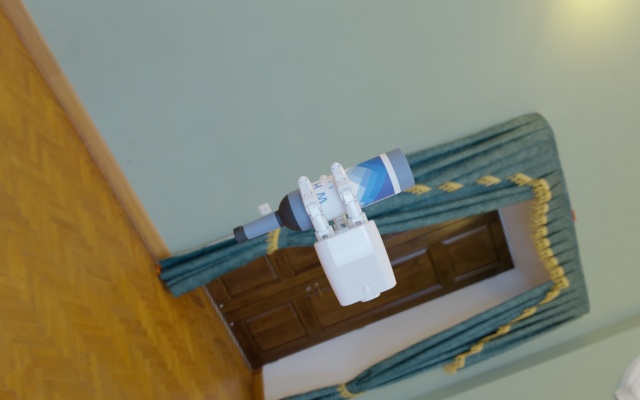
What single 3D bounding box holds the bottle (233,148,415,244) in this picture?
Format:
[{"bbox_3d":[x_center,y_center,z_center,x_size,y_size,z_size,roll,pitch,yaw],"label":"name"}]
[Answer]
[{"bbox_3d":[0.000,0.002,0.764,0.296,0.069,0.069,-22,-1,3],"label":"bottle"}]
